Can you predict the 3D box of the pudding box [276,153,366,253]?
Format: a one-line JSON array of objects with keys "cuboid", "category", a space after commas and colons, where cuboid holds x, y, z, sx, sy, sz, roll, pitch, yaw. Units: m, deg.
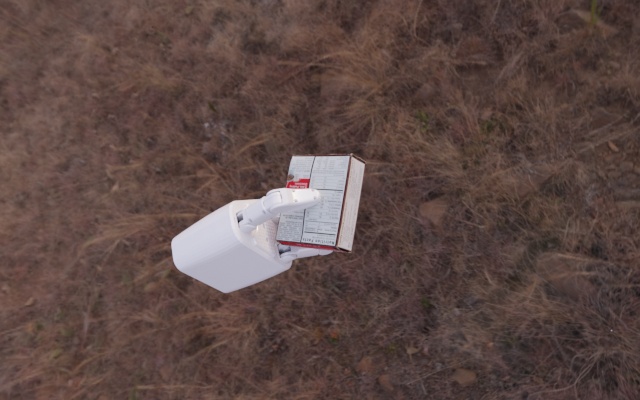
[{"cuboid": [0.000, 0.002, 0.567, 0.090, 0.113, 0.039, 3, -10, 34], "category": "pudding box"}]
